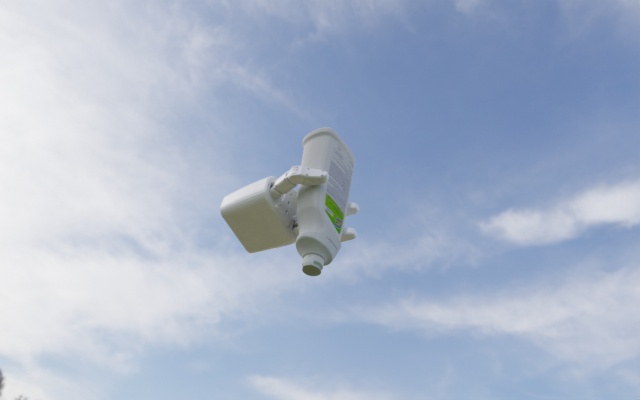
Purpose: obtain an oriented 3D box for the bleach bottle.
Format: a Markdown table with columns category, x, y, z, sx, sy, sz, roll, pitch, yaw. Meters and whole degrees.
| category | x | y | z | sx | sy | sz | roll | pitch | yaw |
| --- | --- | --- | --- | --- | --- | --- | --- | --- | --- |
| bleach bottle | 0.000 | 0.002 | 0.758 | 0.068 | 0.250 | 0.103 | -21 | -50 | 31 |
